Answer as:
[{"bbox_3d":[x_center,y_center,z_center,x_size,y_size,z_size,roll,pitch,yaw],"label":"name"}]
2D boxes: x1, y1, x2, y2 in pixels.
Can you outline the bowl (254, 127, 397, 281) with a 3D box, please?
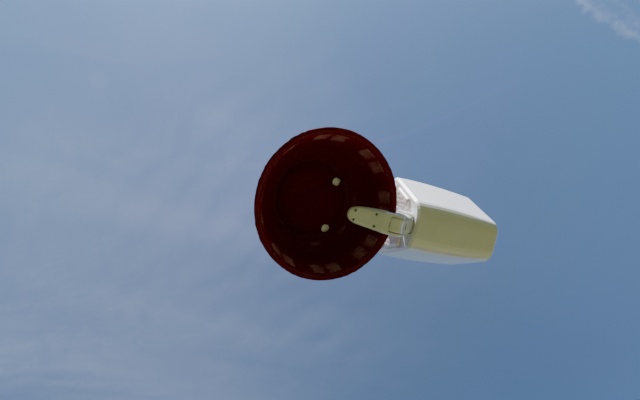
[{"bbox_3d":[-0.001,0.001,0.519,0.162,0.162,0.055,0,8,-23],"label":"bowl"}]
